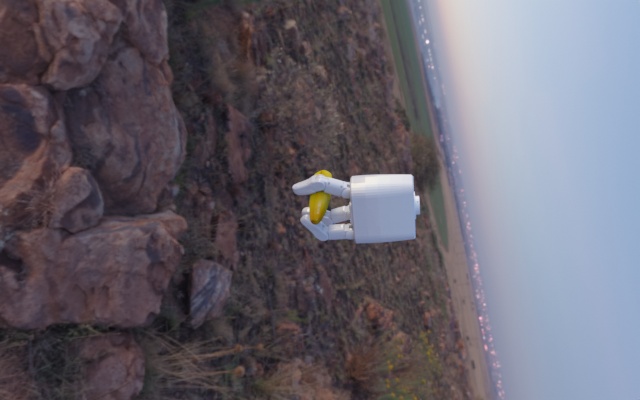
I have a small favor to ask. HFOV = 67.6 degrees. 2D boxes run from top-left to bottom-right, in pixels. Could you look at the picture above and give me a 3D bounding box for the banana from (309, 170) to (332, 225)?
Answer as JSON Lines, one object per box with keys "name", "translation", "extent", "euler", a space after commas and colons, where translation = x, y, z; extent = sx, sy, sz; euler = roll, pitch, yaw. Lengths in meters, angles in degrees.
{"name": "banana", "translation": [0.002, -0.016, 0.875], "extent": [0.037, 0.070, 0.197], "euler": [5, 15, 1]}
